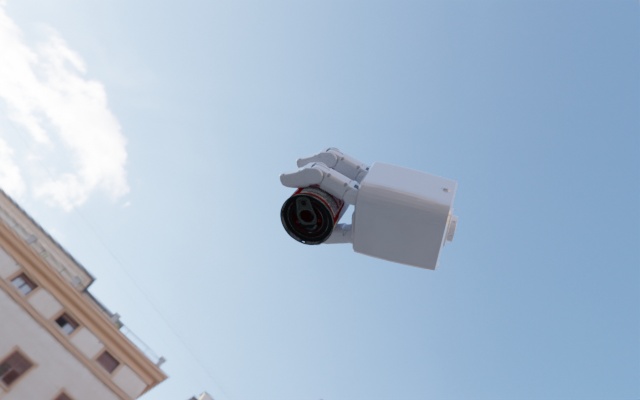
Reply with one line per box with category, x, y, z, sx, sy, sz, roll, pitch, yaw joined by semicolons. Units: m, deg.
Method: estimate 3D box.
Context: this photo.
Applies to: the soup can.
soup can;0.000;0.002;0.605;0.068;0.068;0.102;0;25;22
